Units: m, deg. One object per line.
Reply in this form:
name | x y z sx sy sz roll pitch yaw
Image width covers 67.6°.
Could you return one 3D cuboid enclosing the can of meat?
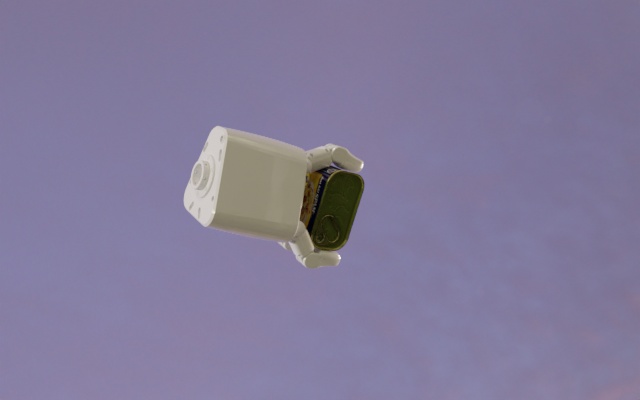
can of meat | 0.000 0.002 0.616 0.057 0.102 0.084 10 11 -36
